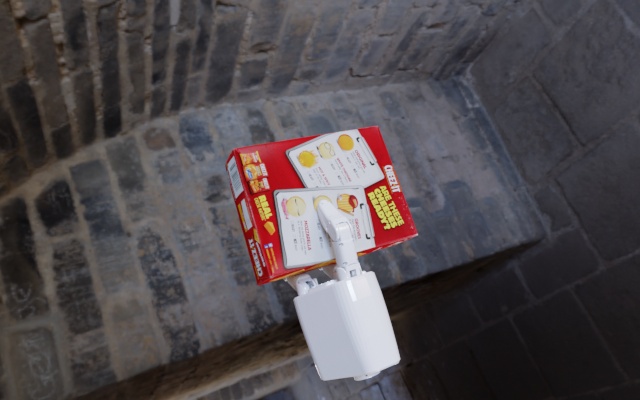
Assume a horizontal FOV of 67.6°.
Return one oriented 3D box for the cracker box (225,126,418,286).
[{"bbox_3d":[0.000,0.002,0.627,0.213,0.164,0.072,-13,-12,-26],"label":"cracker box"}]
